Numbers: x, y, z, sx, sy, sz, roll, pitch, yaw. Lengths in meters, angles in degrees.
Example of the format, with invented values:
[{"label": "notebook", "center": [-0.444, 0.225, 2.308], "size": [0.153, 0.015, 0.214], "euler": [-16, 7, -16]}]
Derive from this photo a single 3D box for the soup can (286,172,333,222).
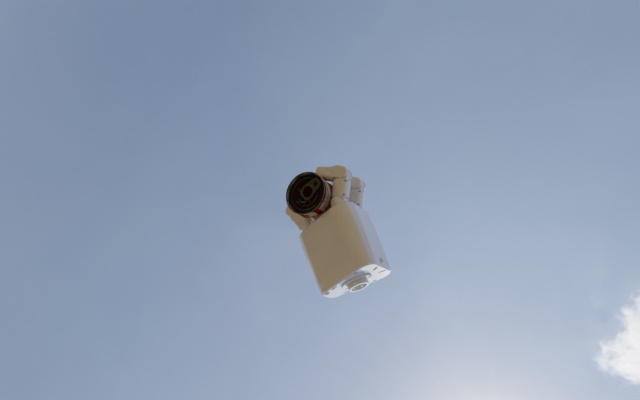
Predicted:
[{"label": "soup can", "center": [0.000, 0.002, 0.764], "size": [0.068, 0.068, 0.102], "euler": [0, -16, 30]}]
